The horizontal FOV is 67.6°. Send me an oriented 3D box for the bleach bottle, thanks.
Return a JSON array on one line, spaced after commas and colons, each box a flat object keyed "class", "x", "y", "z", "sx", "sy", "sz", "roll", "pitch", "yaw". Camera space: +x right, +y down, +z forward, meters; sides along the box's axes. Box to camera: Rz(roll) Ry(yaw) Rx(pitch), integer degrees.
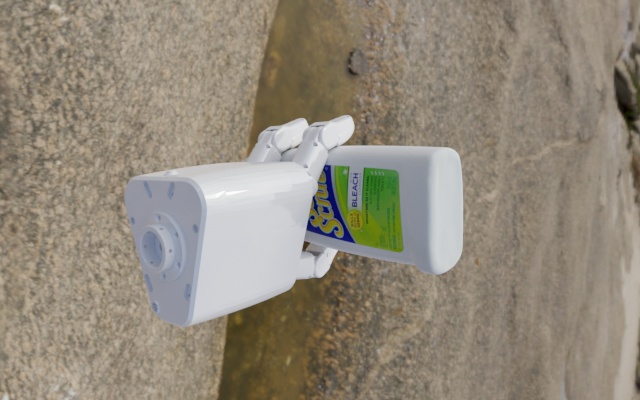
[{"class": "bleach bottle", "x": 0.000, "y": 0.001, "z": 0.445, "sx": 0.251, "sy": 0.102, "sz": 0.068, "roll": 3, "pitch": 9, "yaw": 37}]
